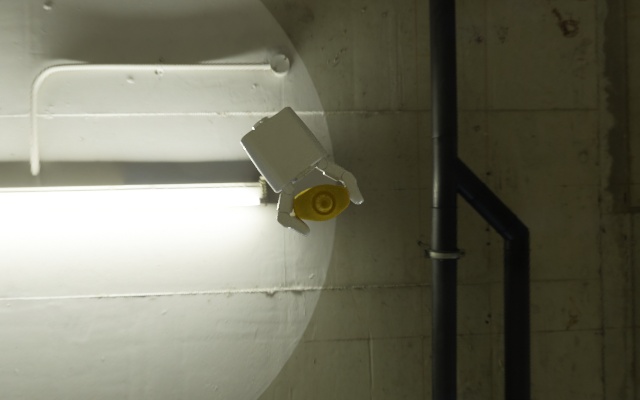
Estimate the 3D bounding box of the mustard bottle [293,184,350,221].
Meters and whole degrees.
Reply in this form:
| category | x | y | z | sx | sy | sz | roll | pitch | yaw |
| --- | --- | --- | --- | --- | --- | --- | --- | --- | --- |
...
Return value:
| category | x | y | z | sx | sy | sz | roll | pitch | yaw |
| --- | --- | --- | --- | --- | --- | --- | --- | --- | --- |
| mustard bottle | 0.000 | 0.003 | 0.810 | 0.096 | 0.058 | 0.191 | -13 | 1 | -4 |
